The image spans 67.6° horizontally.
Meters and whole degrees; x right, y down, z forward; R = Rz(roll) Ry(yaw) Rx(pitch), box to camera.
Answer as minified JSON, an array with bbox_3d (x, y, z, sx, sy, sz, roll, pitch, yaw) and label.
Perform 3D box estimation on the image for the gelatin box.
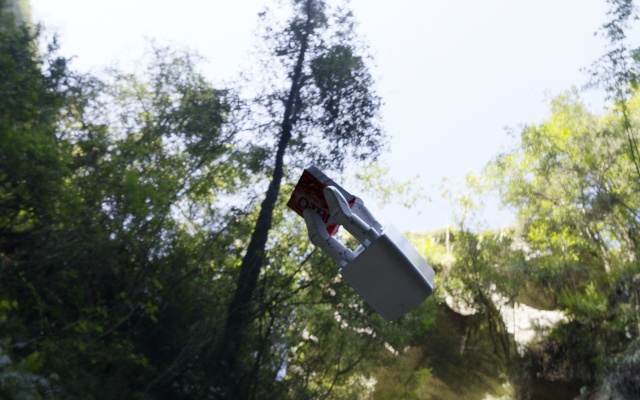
[{"bbox_3d":[0.000,0.002,0.722,0.089,0.073,0.030,38,33,15],"label":"gelatin box"}]
